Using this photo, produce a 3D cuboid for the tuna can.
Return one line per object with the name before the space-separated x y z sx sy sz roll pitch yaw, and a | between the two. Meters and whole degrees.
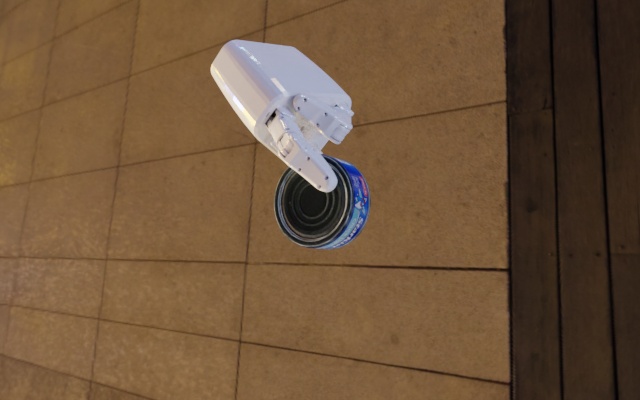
tuna can | 0.000 0.001 0.434 0.086 0.086 0.034 0 -6 32
